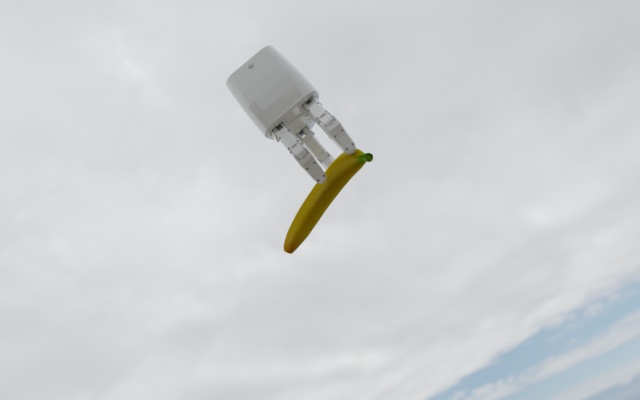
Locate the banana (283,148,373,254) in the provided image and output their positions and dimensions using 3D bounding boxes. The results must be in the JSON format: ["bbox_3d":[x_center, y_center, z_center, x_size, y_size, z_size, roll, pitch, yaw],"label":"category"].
[{"bbox_3d":[0.005,-0.008,0.680,0.037,0.198,0.069,35,25,-6],"label":"banana"}]
